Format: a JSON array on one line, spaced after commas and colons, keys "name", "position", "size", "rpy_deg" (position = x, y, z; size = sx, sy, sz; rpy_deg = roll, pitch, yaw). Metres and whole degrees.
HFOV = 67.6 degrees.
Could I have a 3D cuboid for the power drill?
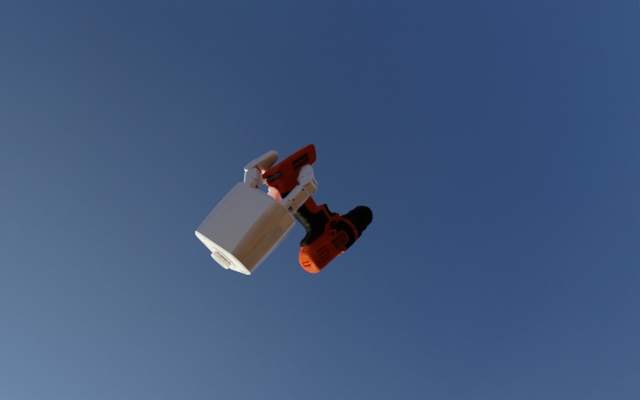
[{"name": "power drill", "position": [0.000, 0.002, 0.810], "size": [0.057, 0.187, 0.184], "rpy_deg": [-24, 10, 46]}]
